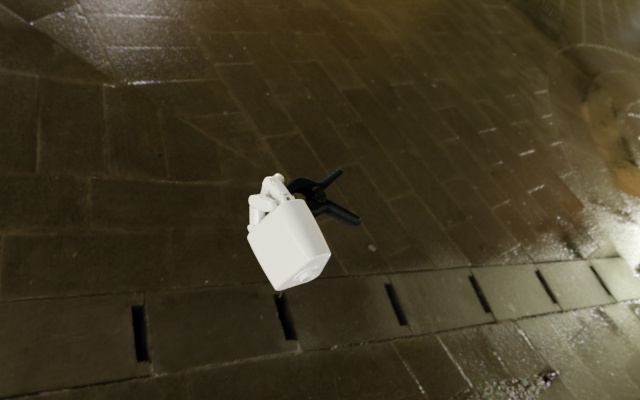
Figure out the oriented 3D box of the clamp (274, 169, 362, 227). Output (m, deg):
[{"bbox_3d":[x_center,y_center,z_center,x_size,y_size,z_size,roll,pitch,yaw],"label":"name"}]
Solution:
[{"bbox_3d":[0.000,0.002,0.859,0.171,0.120,0.039,-12,-27,-38],"label":"clamp"}]
